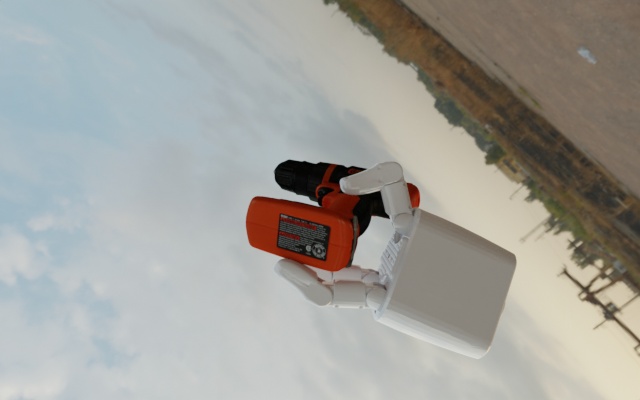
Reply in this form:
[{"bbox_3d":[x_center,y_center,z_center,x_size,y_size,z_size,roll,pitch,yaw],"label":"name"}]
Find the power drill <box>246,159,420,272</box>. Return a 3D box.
[{"bbox_3d":[0.000,0.002,0.513,0.184,0.057,0.187,12,22,21],"label":"power drill"}]
